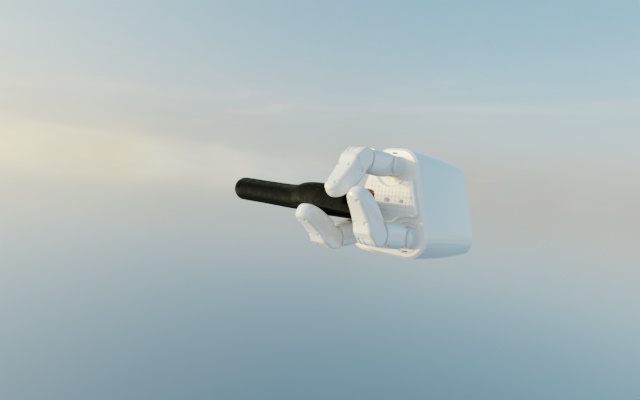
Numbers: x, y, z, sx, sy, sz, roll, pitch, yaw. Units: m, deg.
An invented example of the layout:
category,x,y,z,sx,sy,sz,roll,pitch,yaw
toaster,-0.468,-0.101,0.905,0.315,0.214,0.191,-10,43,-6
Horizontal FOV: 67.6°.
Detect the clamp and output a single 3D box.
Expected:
category,x,y,z,sx,sy,sz,roll,pitch,yaw
clamp,0.000,0.001,0.519,0.171,0.039,0.120,9,0,45
